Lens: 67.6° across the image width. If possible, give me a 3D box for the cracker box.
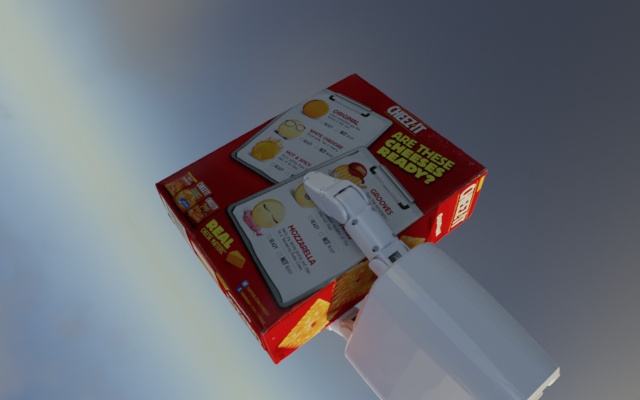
[{"bbox_3d":[0.000,0.001,0.402,0.213,0.164,0.072,-33,-32,-20],"label":"cracker box"}]
